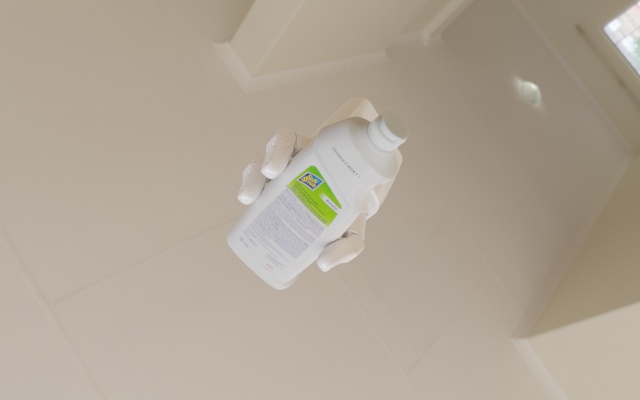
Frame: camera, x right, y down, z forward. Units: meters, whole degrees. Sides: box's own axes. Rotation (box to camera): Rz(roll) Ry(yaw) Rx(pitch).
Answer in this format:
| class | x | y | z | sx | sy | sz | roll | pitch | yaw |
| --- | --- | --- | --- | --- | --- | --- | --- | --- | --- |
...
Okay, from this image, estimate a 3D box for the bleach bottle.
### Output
| class | x | y | z | sx | sy | sz | roll | pitch | yaw |
| --- | --- | --- | --- | --- | --- | --- | --- | --- | --- |
| bleach bottle | 0.000 | 0.002 | 0.484 | 0.251 | 0.102 | 0.068 | -40 | 10 | 44 |
